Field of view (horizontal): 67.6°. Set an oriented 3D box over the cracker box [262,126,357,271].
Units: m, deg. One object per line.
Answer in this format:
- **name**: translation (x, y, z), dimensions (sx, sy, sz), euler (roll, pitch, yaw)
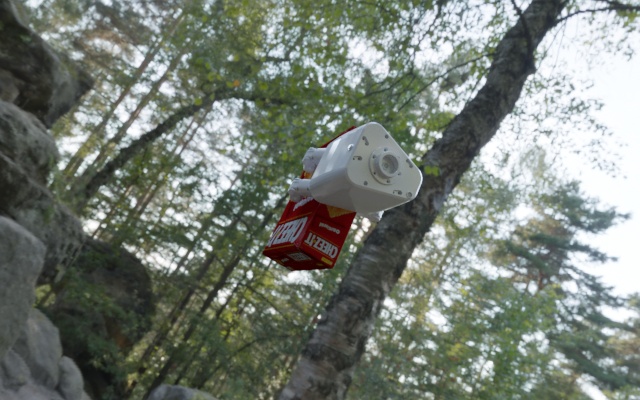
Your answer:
- **cracker box**: translation (0.000, 0.002, 0.769), dimensions (0.072, 0.213, 0.164), euler (32, -21, -17)
